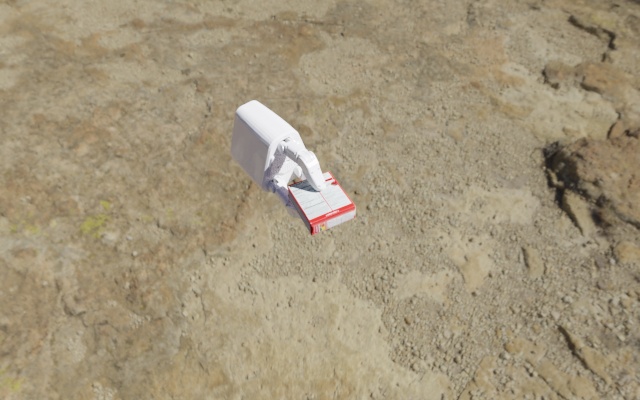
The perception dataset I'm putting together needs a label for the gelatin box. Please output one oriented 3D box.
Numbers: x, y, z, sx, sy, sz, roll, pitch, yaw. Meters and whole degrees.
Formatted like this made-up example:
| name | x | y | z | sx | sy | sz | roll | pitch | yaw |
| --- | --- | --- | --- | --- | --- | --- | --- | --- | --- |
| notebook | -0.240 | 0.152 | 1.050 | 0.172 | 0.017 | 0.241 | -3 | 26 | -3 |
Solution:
| name | x | y | z | sx | sy | sz | roll | pitch | yaw |
| --- | --- | --- | --- | --- | --- | --- | --- | --- | --- |
| gelatin box | 0.000 | 0.002 | 0.714 | 0.073 | 0.030 | 0.089 | -21 | 49 | -16 |
